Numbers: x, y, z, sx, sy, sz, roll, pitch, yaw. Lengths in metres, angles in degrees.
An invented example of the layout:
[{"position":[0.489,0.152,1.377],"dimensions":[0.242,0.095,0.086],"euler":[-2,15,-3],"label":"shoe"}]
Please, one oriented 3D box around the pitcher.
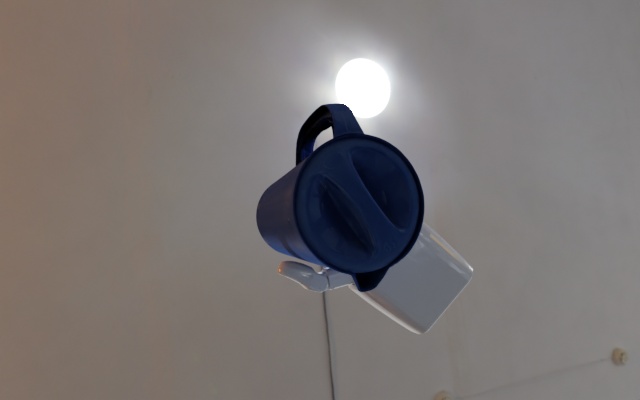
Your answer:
[{"position":[0.000,0.002,0.549],"dimensions":[0.145,0.149,0.243],"euler":[37,-15,-13],"label":"pitcher"}]
